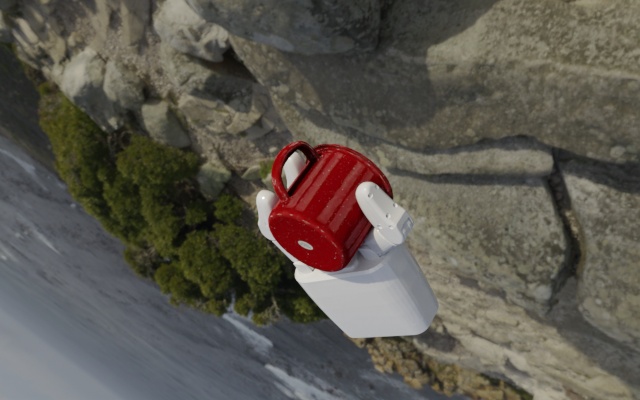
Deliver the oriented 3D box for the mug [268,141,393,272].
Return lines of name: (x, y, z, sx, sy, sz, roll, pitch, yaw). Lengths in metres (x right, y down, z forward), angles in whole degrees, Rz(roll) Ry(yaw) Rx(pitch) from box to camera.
mug: (-0.001, 0.001, 0.425, 0.093, 0.117, 0.081, -4, 42, 47)
